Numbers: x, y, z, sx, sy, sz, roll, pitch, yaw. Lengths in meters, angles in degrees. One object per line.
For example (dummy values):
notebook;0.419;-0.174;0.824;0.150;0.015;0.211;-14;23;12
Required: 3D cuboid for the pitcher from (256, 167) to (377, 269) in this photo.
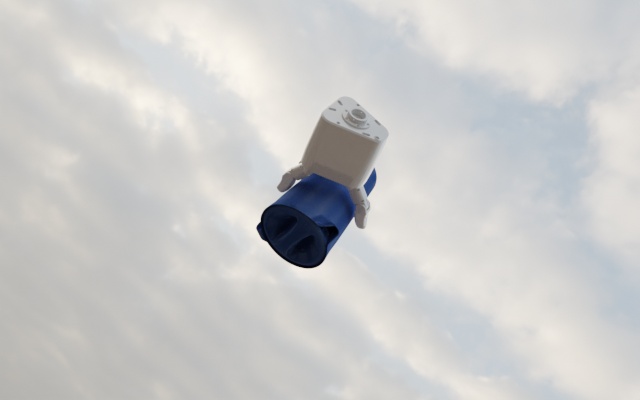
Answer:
pitcher;0.000;0.003;0.887;0.149;0.145;0.242;33;45;10
